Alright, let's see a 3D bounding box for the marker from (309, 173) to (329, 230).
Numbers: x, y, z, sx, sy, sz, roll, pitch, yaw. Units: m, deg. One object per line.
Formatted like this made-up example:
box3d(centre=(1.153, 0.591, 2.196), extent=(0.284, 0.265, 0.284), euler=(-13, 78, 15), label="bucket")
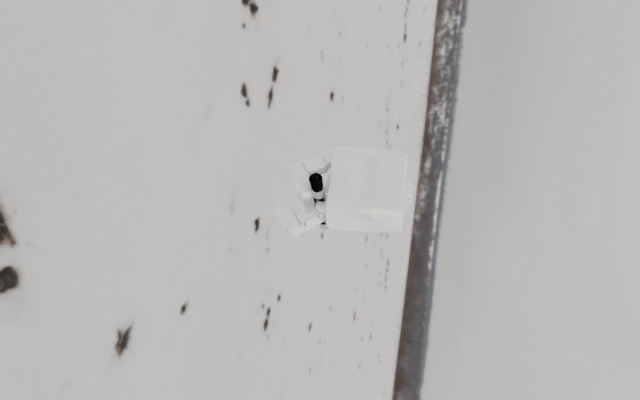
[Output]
box3d(centre=(0.000, 0.002, 0.684), extent=(0.020, 0.020, 0.121), euler=(0, -37, 9), label="marker")
